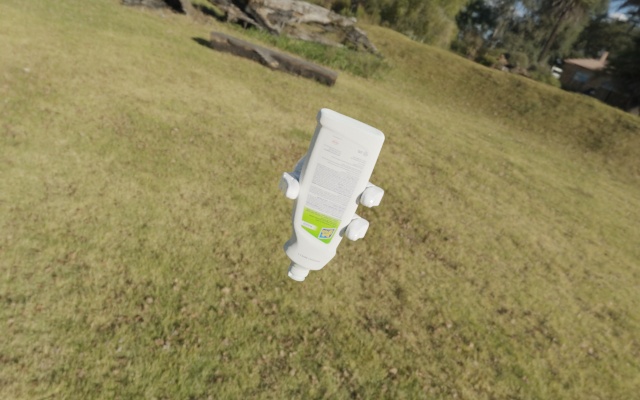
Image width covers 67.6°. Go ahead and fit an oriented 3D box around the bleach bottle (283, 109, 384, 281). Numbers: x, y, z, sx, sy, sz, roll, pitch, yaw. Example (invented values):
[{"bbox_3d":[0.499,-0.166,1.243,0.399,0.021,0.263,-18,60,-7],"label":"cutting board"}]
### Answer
[{"bbox_3d":[0.000,0.002,0.695,0.102,0.251,0.068,23,18,0],"label":"bleach bottle"}]
